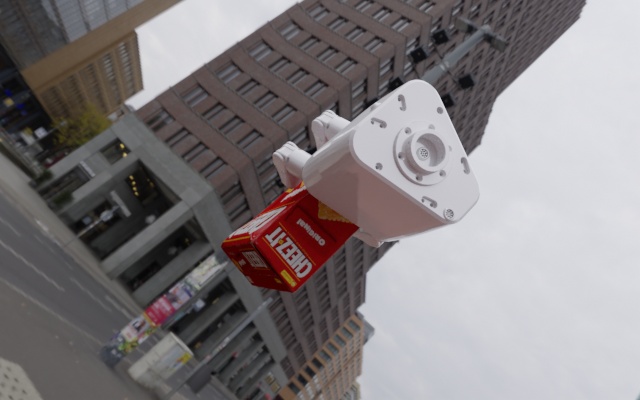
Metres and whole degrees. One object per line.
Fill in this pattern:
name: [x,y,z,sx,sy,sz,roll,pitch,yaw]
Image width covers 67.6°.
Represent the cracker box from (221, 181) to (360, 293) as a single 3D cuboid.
cracker box: [0.000,0.002,0.533,0.213,0.072,0.164,-42,8,-21]
